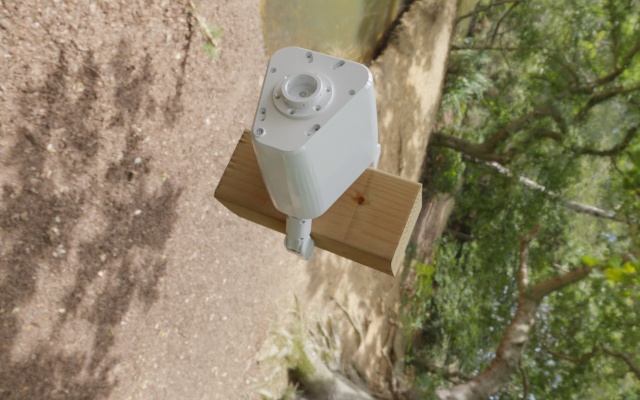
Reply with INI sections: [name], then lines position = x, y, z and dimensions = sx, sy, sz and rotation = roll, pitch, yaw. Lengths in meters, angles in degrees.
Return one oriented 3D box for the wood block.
[wood block]
position = 0.000, 0.002, 0.539
dimensions = 0.206, 0.091, 0.090
rotation = 20, -13, 17
